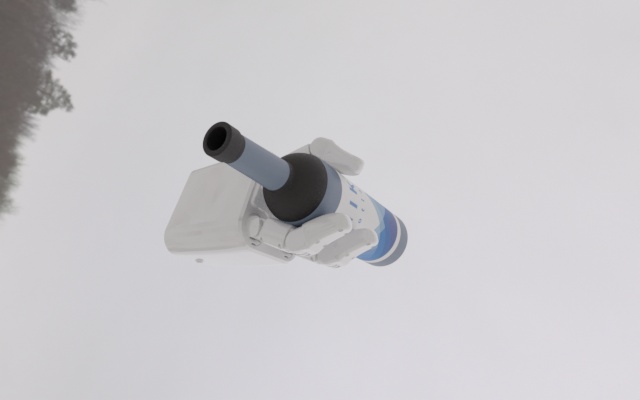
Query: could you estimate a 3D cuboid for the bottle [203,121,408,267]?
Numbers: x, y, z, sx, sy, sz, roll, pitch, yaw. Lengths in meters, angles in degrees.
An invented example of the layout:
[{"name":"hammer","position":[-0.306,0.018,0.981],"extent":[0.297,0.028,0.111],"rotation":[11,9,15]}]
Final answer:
[{"name":"bottle","position":[0.000,0.002,0.458],"extent":[0.069,0.069,0.296],"rotation":[0,-18,32]}]
